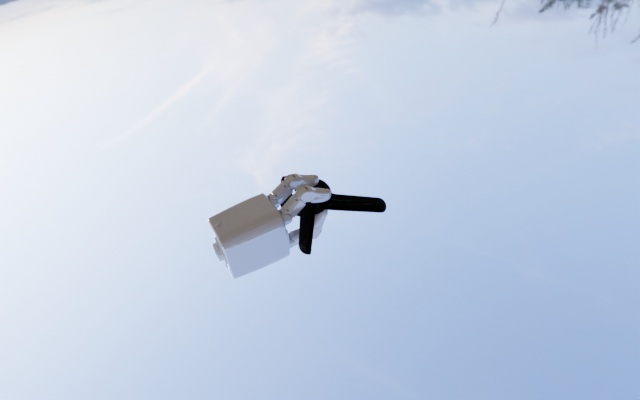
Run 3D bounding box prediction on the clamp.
[{"bbox_3d":[0.000,0.003,0.824,0.164,0.036,0.210,-23,35,-17],"label":"clamp"}]
